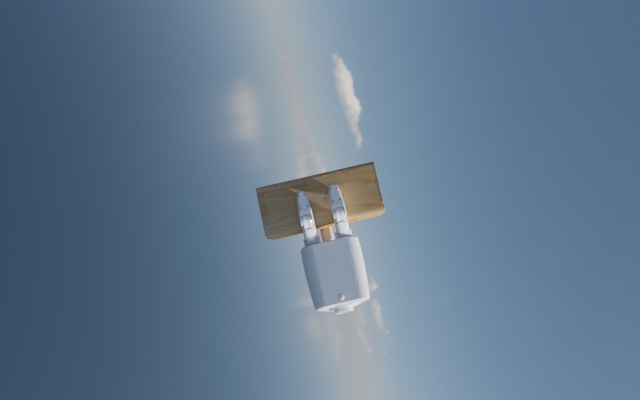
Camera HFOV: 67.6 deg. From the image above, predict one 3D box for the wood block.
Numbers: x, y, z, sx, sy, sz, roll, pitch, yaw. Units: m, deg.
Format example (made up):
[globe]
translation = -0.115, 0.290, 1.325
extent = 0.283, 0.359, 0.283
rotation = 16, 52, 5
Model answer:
[wood block]
translation = 0.000, 0.003, 0.847
extent = 0.206, 0.090, 0.091
rotation = -13, -7, 0
